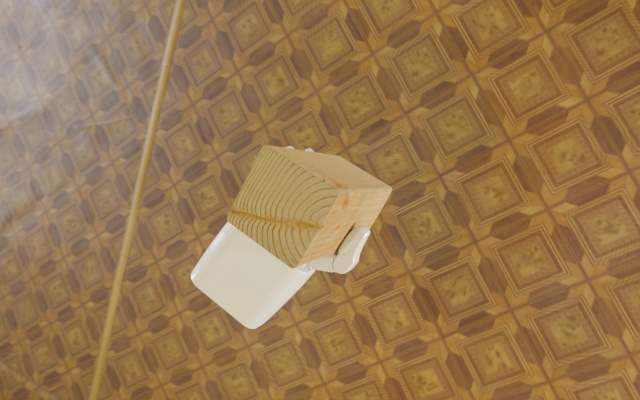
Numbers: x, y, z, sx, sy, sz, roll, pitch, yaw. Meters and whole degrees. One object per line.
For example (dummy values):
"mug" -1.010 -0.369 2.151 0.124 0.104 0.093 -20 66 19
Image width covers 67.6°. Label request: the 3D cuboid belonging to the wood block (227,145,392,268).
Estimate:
"wood block" 0.000 0.002 0.546 0.091 0.090 0.206 34 14 17
